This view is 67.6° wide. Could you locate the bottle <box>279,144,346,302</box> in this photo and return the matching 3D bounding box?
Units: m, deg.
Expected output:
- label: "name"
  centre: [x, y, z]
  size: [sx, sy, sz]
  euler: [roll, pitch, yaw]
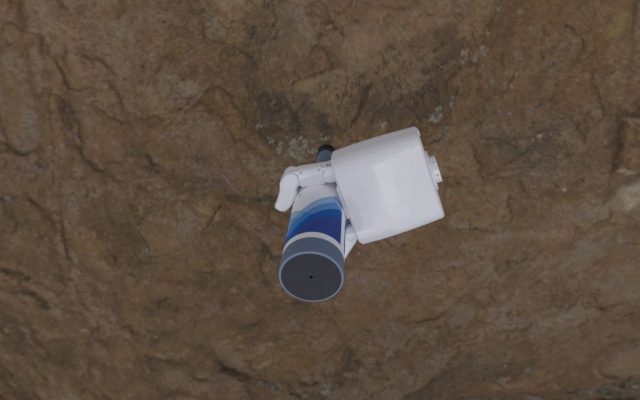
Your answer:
- label: "bottle"
  centre: [0.000, 0.002, 0.607]
  size: [0.069, 0.069, 0.295]
  euler: [0, 31, 4]
